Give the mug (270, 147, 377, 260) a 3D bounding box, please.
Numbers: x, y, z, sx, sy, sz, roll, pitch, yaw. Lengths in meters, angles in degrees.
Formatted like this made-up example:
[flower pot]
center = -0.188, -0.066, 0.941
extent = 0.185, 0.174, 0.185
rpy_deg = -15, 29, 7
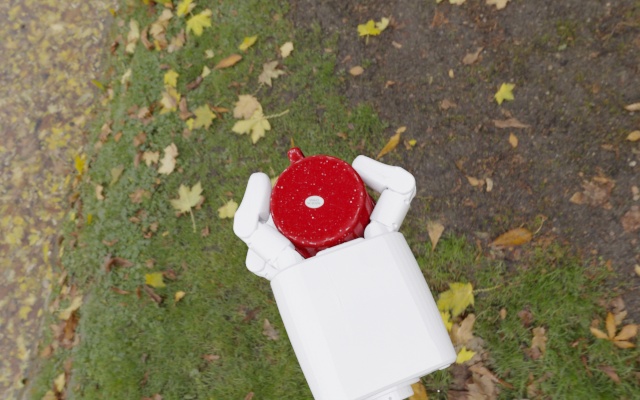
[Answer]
[mug]
center = 0.000, 0.000, 0.428
extent = 0.093, 0.117, 0.081
rpy_deg = -25, -23, 3
